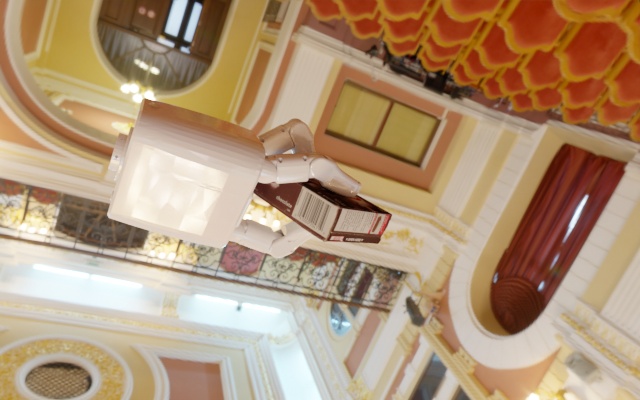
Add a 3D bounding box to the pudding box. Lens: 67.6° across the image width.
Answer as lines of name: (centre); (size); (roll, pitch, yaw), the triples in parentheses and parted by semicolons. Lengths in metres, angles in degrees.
pudding box: (0.000, 0.002, 0.473); (0.113, 0.039, 0.090); (34, 17, 36)
